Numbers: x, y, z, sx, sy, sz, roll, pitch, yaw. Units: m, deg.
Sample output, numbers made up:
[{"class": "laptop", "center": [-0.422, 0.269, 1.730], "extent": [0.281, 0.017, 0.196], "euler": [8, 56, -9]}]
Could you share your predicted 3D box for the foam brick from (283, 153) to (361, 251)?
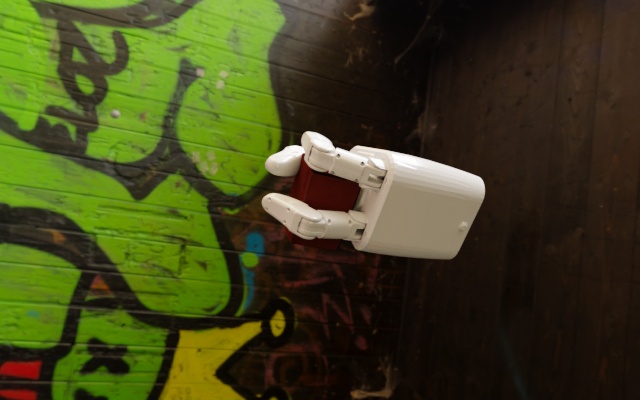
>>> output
[{"class": "foam brick", "center": [0.000, 0.002, 0.467], "extent": [0.051, 0.078, 0.053], "euler": [11, 23, -19]}]
